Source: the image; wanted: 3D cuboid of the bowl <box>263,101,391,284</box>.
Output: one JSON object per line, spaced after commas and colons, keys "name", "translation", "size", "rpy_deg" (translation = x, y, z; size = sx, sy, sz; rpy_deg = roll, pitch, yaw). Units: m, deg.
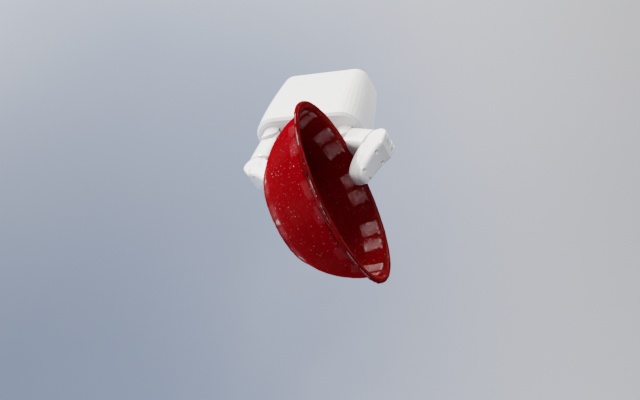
{"name": "bowl", "translation": [-0.001, 0.002, 0.399], "size": [0.055, 0.162, 0.162], "rpy_deg": [-25, -8, 17]}
